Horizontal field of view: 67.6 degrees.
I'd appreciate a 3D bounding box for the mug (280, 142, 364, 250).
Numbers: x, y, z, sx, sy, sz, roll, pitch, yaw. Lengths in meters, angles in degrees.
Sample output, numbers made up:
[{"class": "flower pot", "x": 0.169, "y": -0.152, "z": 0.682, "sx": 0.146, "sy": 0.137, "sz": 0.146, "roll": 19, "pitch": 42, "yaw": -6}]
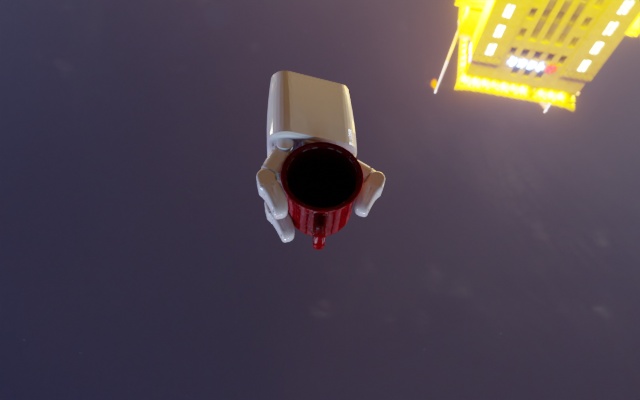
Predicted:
[{"class": "mug", "x": 0.000, "y": 0.003, "z": 0.561, "sx": 0.093, "sy": 0.117, "sz": 0.081, "roll": 0, "pitch": -29, "yaw": -3}]
